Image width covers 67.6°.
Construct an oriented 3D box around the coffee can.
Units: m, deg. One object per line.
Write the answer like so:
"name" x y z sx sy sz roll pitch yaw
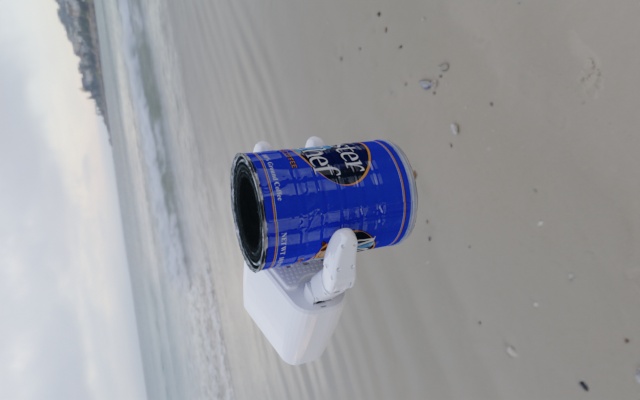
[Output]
"coffee can" 0.000 0.001 0.429 0.140 0.103 0.103 -8 3 -22
